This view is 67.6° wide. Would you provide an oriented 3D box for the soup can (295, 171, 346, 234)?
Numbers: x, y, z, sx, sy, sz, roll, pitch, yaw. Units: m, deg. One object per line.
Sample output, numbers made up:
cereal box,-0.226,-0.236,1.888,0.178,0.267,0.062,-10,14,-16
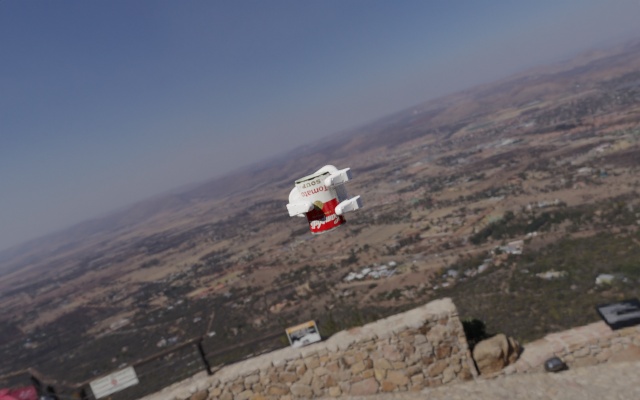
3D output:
soup can,0.000,0.003,0.880,0.068,0.102,0.068,-18,7,2
